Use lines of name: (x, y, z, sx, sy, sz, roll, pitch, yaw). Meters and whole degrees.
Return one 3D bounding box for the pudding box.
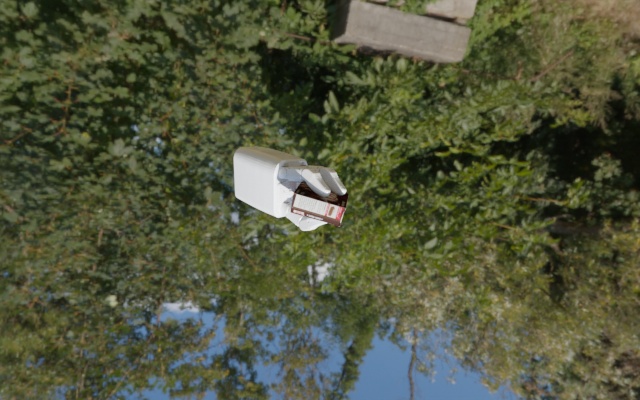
pudding box: (0.000, 0.003, 0.826, 0.090, 0.039, 0.113, 15, 16, 2)
